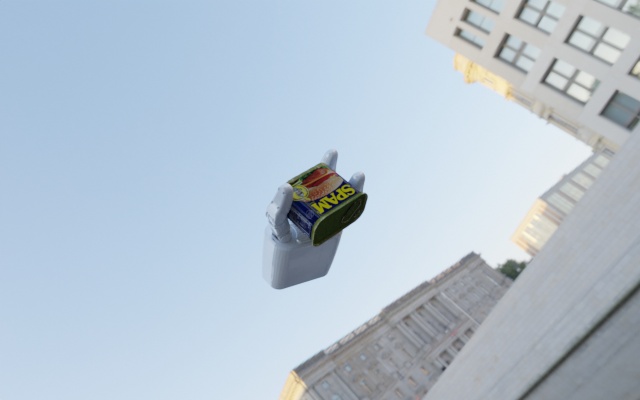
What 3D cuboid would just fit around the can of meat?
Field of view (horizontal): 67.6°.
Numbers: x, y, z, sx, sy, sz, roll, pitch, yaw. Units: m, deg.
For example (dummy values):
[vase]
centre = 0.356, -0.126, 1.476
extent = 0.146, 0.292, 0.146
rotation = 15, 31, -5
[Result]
[can of meat]
centre = 0.000, 0.002, 0.663
extent = 0.102, 0.057, 0.084
rotation = -31, 58, -32
